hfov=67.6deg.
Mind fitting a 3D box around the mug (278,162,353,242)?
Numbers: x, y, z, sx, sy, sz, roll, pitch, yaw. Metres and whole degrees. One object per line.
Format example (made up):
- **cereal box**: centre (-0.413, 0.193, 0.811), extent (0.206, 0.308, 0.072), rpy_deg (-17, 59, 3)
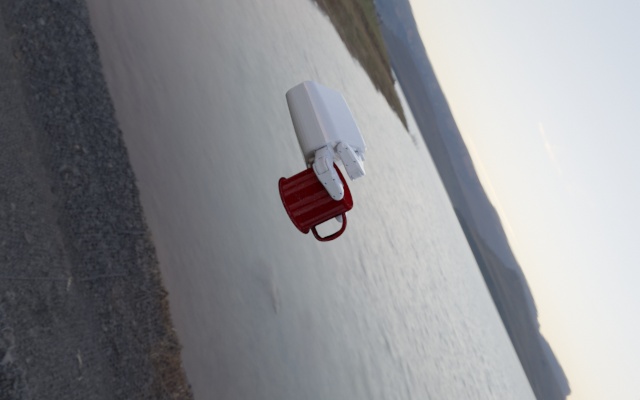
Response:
- **mug**: centre (0.001, 0.004, 0.698), extent (0.081, 0.117, 0.093), rpy_deg (-25, -15, 14)
